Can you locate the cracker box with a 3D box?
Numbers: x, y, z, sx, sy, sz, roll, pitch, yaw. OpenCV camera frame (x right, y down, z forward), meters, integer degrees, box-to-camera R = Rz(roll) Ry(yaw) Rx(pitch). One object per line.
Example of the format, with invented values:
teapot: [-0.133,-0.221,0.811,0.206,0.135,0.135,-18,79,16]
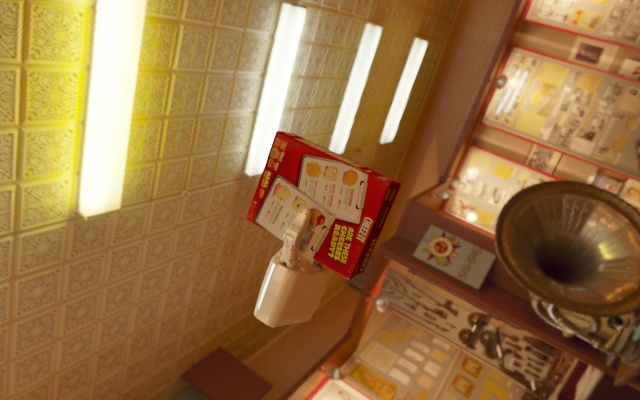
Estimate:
cracker box: [0.000,0.002,0.777,0.213,0.164,0.072,27,16,23]
